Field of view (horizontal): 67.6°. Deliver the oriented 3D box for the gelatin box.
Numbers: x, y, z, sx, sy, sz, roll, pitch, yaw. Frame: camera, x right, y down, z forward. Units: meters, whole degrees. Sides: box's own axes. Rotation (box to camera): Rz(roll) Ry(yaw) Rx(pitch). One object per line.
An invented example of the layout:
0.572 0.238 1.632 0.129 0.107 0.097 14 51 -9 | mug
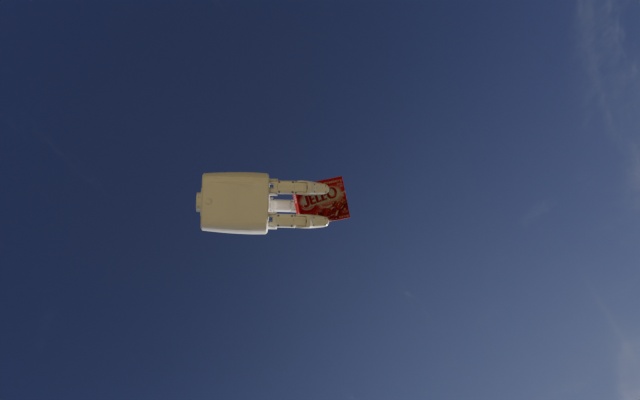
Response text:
0.000 0.003 0.818 0.089 0.073 0.030 -12 1 -16 | gelatin box
